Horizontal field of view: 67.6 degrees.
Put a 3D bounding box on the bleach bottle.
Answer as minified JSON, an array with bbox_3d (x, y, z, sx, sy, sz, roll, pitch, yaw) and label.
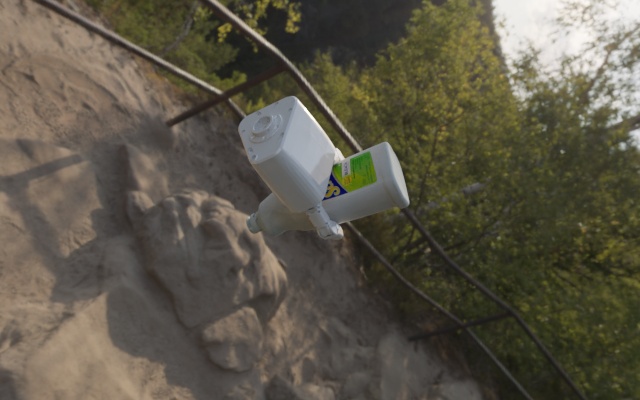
[{"bbox_3d":[0.000,0.002,0.719,0.251,0.102,0.068,-22,-44,18],"label":"bleach bottle"}]
